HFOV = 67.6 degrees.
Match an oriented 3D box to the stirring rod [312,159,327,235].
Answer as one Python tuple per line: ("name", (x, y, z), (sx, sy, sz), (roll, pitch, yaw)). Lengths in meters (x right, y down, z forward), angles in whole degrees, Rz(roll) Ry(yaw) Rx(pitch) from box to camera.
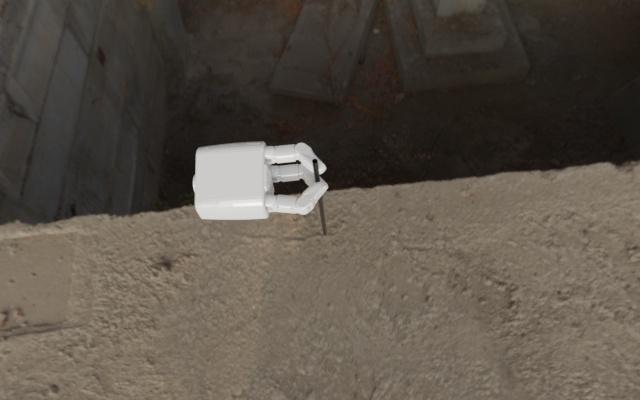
("stirring rod", (0.000, 0.003, 0.788), (0.011, 0.011, 0.240), (0, -29, 4))
